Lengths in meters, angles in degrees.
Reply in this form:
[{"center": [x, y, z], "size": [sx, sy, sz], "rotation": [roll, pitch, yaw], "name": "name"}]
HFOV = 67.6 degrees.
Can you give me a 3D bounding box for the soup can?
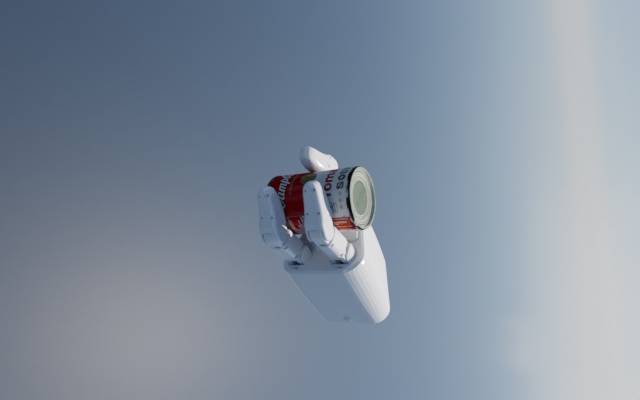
[{"center": [0.000, 0.001, 0.513], "size": [0.102, 0.068, 0.068], "rotation": [-5, -3, 29], "name": "soup can"}]
